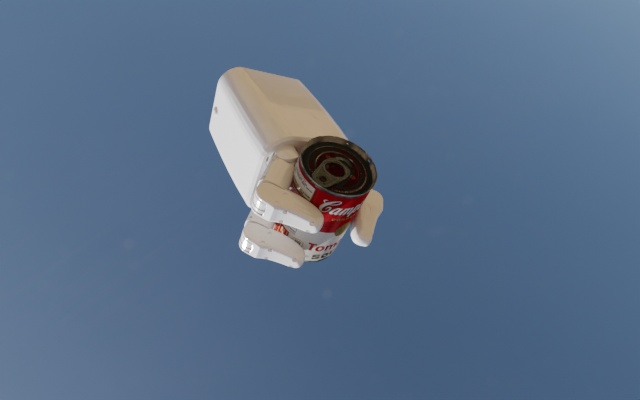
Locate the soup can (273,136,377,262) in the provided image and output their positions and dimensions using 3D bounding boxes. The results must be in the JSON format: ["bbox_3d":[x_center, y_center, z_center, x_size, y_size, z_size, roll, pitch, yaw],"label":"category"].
[{"bbox_3d":[0.000,0.002,0.431,0.068,0.068,0.102,0,-39,-23],"label":"soup can"}]
